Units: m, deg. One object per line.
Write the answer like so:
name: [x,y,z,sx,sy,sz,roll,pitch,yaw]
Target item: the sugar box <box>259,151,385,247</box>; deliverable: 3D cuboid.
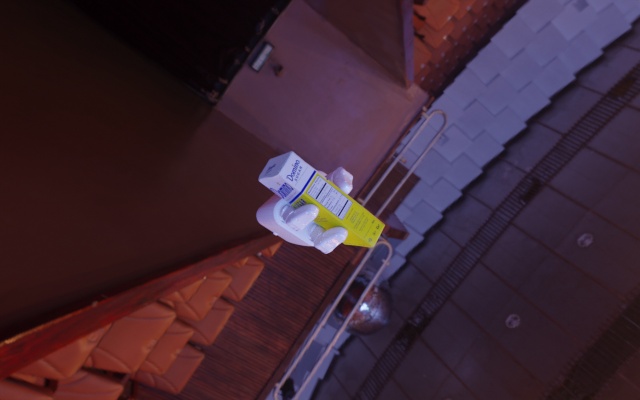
sugar box: [0.000,0.003,0.688,0.176,0.048,0.093,35,-16,-19]
